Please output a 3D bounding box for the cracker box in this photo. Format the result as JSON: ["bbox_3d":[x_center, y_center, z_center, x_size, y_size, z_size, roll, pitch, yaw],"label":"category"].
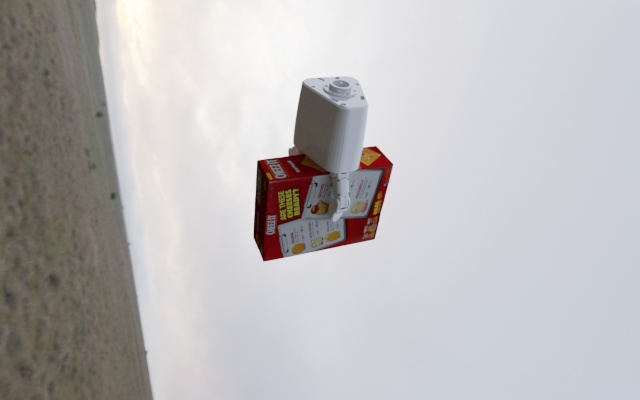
[{"bbox_3d":[0.000,0.003,0.794,0.213,0.164,0.072,-9,40,-22],"label":"cracker box"}]
